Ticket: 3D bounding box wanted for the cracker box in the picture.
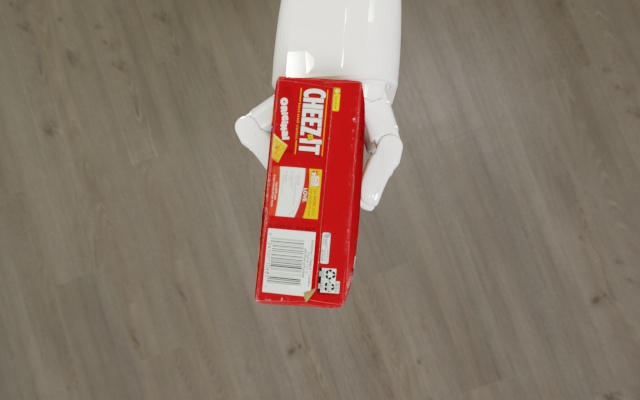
[{"bbox_3d":[0.000,0.001,0.437,0.072,0.164,0.214,4,-5,4],"label":"cracker box"}]
